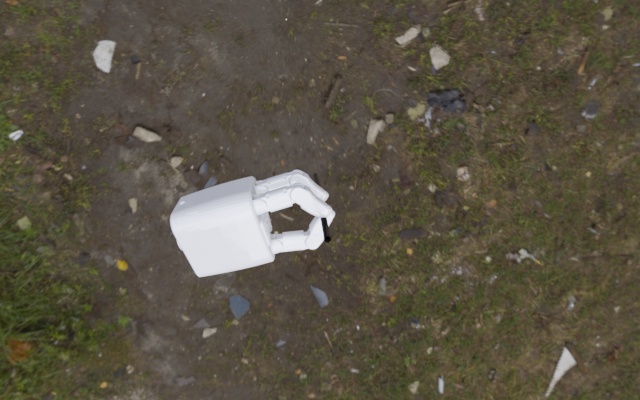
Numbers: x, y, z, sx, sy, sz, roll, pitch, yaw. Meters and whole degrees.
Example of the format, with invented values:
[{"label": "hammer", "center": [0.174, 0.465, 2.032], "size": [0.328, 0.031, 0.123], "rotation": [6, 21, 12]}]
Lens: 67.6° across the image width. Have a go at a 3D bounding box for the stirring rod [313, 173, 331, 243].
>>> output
[{"label": "stirring rod", "center": [0.000, 0.002, 0.660], "size": [0.011, 0.011, 0.239], "rotation": [0, 21, -4]}]
